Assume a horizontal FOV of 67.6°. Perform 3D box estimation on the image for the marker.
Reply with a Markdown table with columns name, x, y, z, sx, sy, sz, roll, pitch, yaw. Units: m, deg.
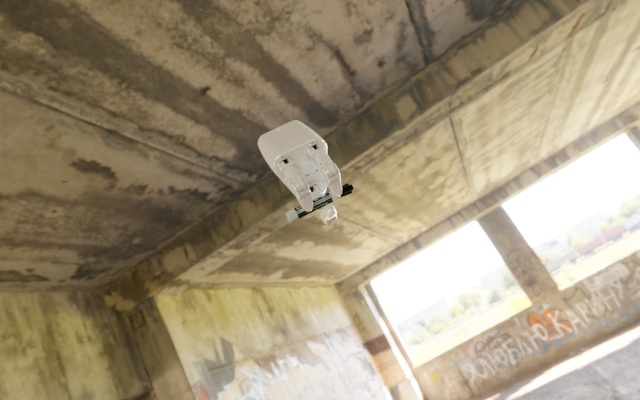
| name | x | y | z | sx | sy | sz | roll | pitch | yaw |
| --- | --- | --- | --- | --- | --- | --- | --- | --- | --- |
| marker | 0.000 | 0.003 | 0.789 | 0.121 | 0.020 | 0.020 | -26 | 5 | -11 |
